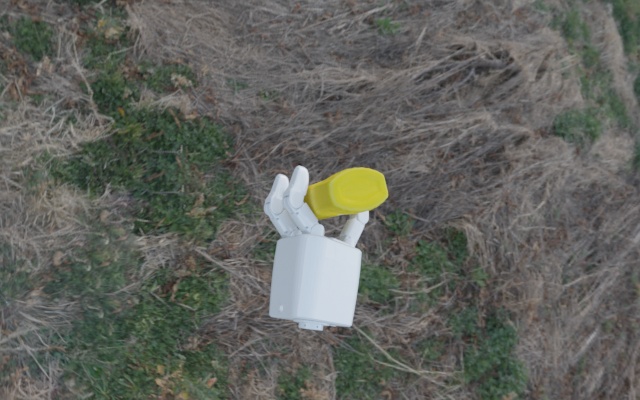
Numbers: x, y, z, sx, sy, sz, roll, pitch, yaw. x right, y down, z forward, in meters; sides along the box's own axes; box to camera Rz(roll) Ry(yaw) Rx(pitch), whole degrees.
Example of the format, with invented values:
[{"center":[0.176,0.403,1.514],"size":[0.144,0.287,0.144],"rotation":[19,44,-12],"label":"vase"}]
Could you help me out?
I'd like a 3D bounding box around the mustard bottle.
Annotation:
[{"center":[0.000,0.002,0.677],"size":[0.096,0.058,0.191],"rotation":[-12,-3,-34],"label":"mustard bottle"}]
